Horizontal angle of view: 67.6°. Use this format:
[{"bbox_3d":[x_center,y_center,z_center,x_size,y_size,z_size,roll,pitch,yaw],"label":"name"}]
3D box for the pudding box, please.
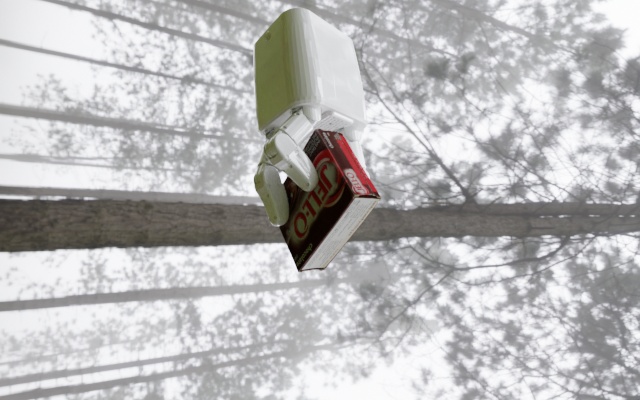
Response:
[{"bbox_3d":[0.000,0.001,0.468,0.039,0.090,0.113,3,-45,-34],"label":"pudding box"}]
